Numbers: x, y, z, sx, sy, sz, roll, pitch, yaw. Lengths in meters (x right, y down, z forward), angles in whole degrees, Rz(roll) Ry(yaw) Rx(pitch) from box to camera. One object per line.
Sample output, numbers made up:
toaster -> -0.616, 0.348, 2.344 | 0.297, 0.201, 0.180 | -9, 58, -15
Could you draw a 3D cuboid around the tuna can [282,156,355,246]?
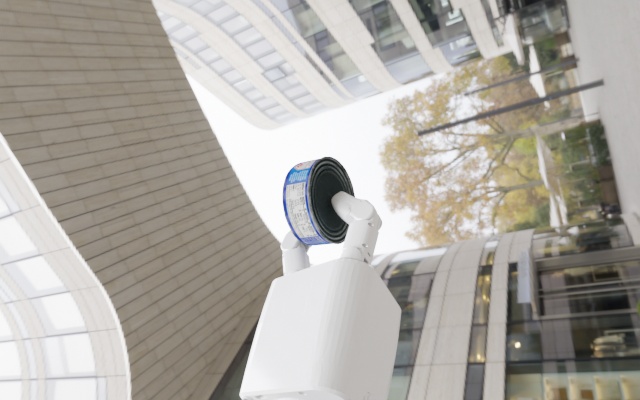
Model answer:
tuna can -> 0.000, 0.002, 0.470 | 0.034, 0.086, 0.086 | -9, -5, 32
